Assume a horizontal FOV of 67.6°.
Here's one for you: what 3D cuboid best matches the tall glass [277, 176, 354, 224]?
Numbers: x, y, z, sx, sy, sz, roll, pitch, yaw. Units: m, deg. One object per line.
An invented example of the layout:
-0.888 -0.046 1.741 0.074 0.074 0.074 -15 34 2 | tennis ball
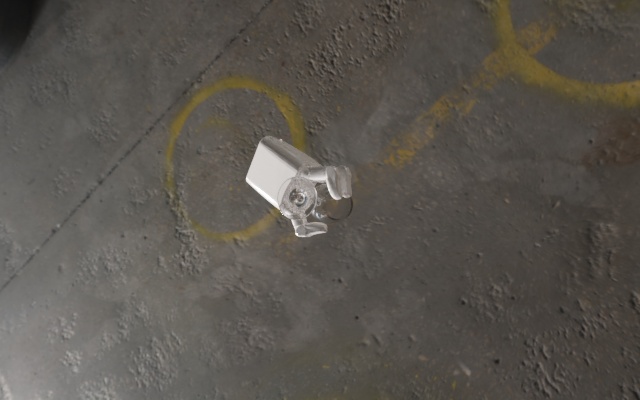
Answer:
0.000 0.003 0.888 0.079 0.079 0.201 0 -4 24 | tall glass
